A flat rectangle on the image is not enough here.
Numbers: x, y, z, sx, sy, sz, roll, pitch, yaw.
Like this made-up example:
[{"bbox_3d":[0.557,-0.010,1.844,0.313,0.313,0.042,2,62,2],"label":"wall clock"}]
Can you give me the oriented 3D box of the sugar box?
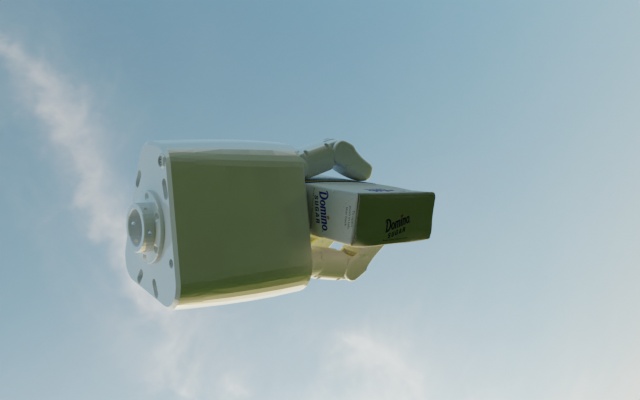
[{"bbox_3d":[0.000,0.002,0.419,0.093,0.048,0.176,-1,11,-41],"label":"sugar box"}]
